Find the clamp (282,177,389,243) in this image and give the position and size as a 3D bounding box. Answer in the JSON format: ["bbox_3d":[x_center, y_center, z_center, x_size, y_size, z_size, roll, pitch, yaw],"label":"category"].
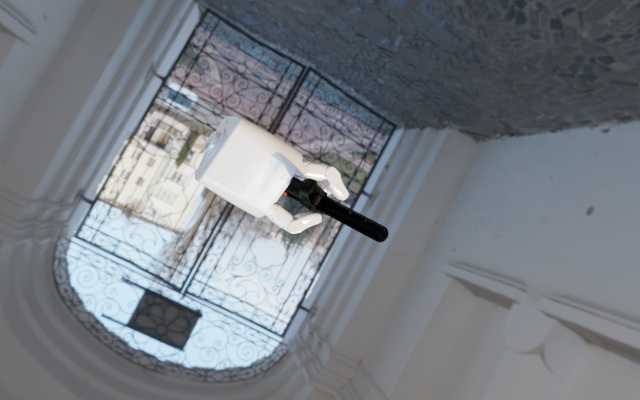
[{"bbox_3d":[-0.001,0.003,0.728,0.164,0.036,0.210,33,-6,-27],"label":"clamp"}]
